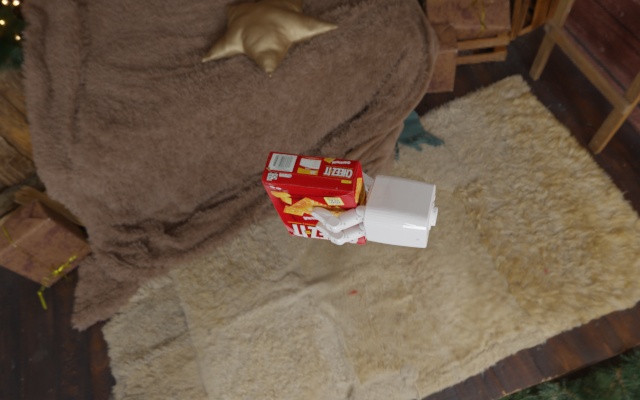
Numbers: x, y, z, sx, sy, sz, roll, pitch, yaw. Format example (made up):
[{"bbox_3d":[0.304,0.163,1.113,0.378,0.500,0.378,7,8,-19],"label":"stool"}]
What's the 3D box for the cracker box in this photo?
[{"bbox_3d":[0.000,0.003,0.882,0.164,0.072,0.214,7,-28,15],"label":"cracker box"}]
